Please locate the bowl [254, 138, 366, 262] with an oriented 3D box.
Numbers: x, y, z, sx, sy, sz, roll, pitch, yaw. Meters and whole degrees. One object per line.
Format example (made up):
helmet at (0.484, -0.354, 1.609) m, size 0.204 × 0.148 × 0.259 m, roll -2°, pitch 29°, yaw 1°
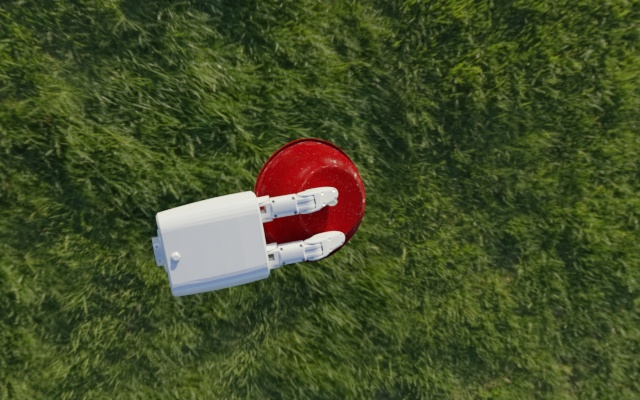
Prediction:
bowl at (0.001, 0.001, 0.599) m, size 0.162 × 0.162 × 0.055 m, roll 0°, pitch 4°, yaw -29°
